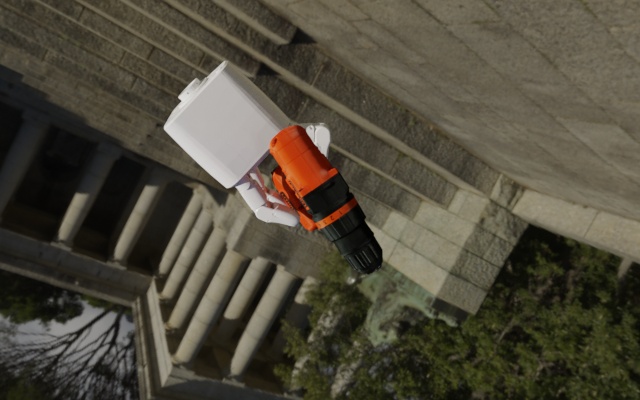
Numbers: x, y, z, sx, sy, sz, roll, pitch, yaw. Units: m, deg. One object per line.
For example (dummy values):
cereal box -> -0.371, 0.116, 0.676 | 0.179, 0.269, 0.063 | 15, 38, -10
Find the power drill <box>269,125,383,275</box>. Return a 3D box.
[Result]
power drill -> 0.000, 0.002, 0.588 | 0.057, 0.184, 0.187 | -33, 4, -9
